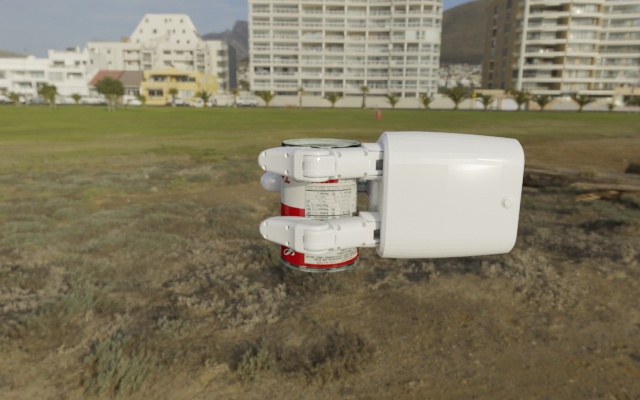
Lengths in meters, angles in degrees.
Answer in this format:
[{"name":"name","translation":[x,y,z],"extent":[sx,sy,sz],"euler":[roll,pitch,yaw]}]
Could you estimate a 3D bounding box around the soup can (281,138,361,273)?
[{"name":"soup can","translation":[0.000,0.001,0.404],"extent":[0.068,0.102,0.068],"euler":[1,13,0]}]
